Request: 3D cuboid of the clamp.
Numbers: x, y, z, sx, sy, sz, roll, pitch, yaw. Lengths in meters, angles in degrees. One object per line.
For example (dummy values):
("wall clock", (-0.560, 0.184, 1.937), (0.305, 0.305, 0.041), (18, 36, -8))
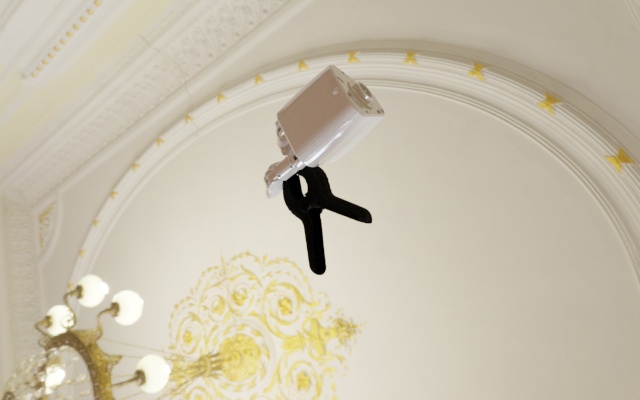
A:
("clamp", (0.000, 0.002, 0.656), (0.120, 0.171, 0.039), (-38, -25, 27))
